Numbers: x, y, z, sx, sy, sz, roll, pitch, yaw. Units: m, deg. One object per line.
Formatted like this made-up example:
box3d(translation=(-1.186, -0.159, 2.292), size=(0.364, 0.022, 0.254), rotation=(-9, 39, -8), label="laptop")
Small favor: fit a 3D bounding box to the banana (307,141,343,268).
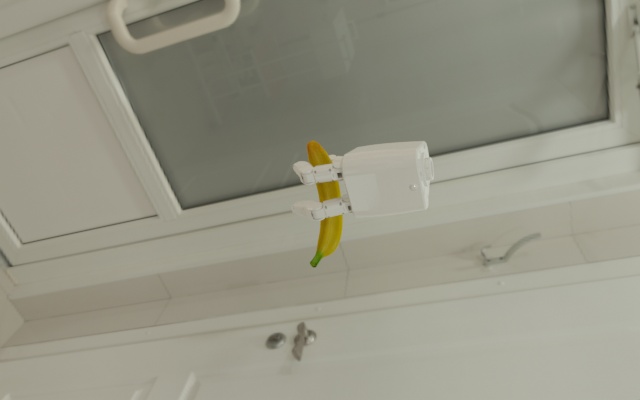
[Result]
box3d(translation=(0.009, 0.003, 0.757), size=(0.037, 0.198, 0.069), rotation=(1, 9, 27), label="banana")
